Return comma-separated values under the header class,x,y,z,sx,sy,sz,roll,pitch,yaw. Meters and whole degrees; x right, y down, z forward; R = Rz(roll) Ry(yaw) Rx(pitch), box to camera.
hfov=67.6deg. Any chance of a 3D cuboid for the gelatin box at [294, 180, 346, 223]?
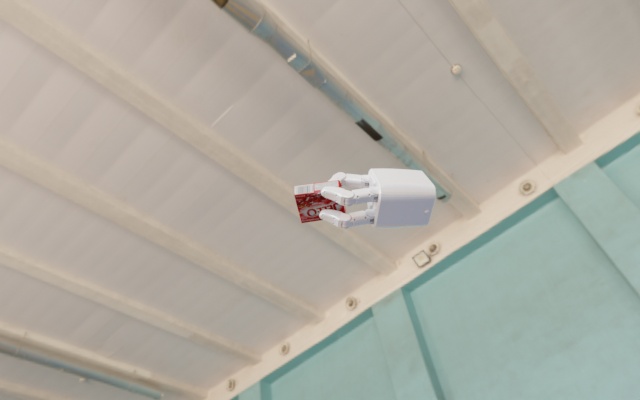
class,x,y,z,sx,sy,sz,roll,pitch,yaw
gelatin box,0.000,0.003,0.897,0.089,0.073,0.030,-8,41,6
